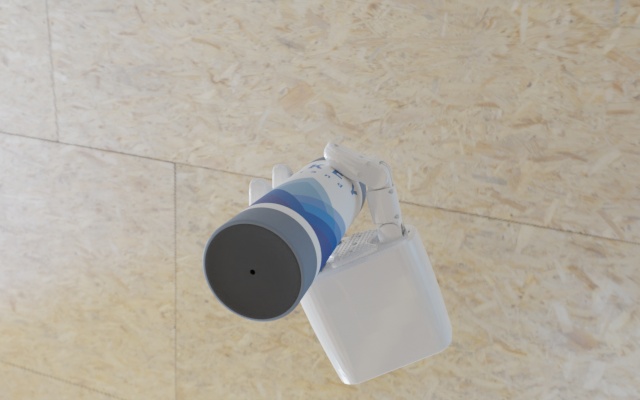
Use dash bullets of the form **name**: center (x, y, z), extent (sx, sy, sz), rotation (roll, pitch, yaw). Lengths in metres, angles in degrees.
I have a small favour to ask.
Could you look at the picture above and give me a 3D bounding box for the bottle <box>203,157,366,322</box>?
- **bottle**: center (0.000, 0.001, 0.417), extent (0.069, 0.069, 0.295), rotation (0, 16, 17)
